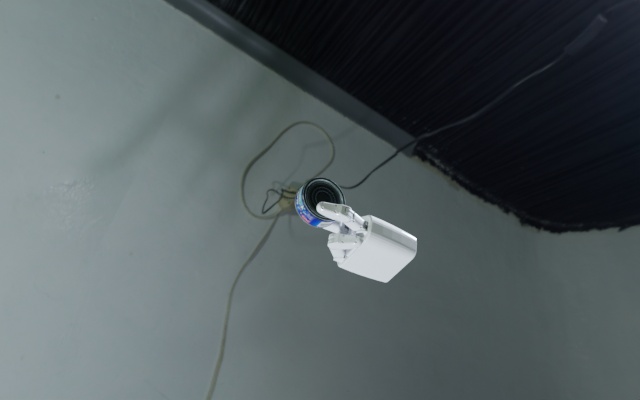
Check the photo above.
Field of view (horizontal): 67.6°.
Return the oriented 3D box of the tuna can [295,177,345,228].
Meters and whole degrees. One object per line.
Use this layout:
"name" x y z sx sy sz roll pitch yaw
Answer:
"tuna can" 0.000 0.003 0.839 0.086 0.086 0.034 0 -23 -27
